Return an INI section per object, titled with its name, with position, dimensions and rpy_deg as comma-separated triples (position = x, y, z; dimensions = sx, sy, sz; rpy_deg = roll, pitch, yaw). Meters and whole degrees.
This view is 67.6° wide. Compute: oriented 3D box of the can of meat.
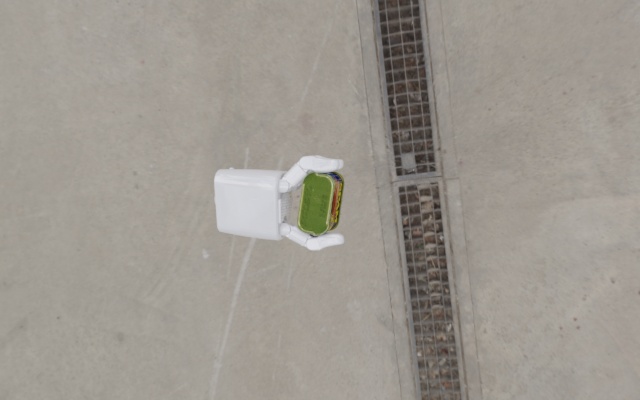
[can of meat]
position = 0.000, 0.003, 0.770
dimensions = 0.057, 0.102, 0.084
rpy_deg = 9, 5, 11
